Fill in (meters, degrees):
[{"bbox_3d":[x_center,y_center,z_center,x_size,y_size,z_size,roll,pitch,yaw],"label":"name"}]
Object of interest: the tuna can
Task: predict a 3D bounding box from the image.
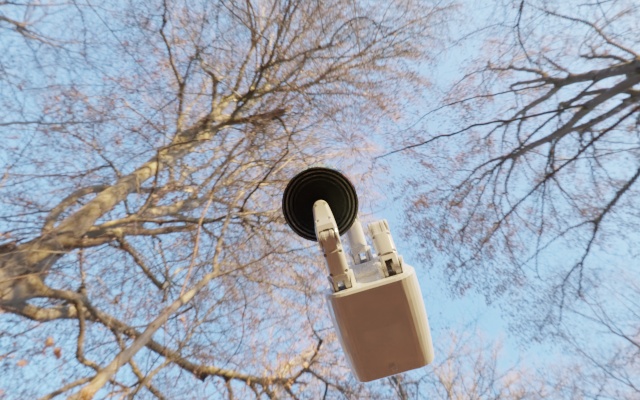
[{"bbox_3d":[0.000,0.002,0.545,0.086,0.086,0.033,0,12,2],"label":"tuna can"}]
